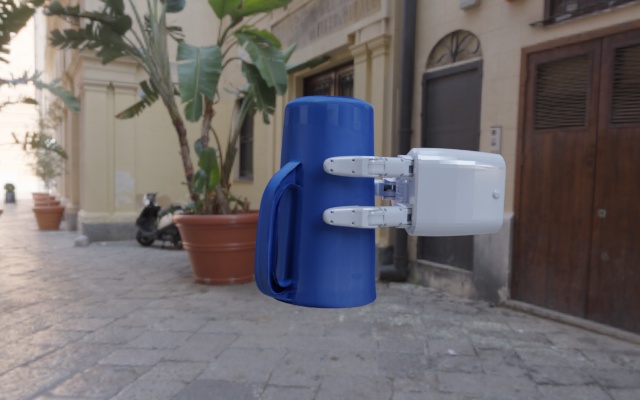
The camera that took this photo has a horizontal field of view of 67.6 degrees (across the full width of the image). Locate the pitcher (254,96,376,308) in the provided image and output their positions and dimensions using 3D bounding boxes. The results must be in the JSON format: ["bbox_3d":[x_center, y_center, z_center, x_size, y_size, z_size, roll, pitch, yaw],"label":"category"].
[{"bbox_3d":[0.000,0.002,0.575,0.145,0.243,0.149,2,3,-3],"label":"pitcher"}]
